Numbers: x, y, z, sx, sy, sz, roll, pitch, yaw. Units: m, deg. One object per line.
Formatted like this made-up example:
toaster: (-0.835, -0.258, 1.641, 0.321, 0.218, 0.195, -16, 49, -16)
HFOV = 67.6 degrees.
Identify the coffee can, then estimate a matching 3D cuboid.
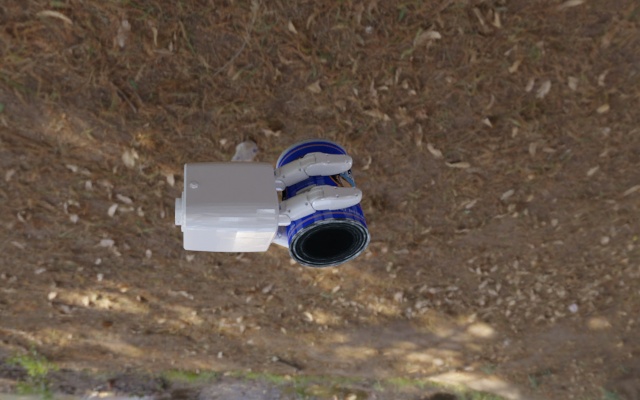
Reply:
coffee can: (0.000, 0.002, 0.631, 0.103, 0.140, 0.103, -7, -39, -6)
